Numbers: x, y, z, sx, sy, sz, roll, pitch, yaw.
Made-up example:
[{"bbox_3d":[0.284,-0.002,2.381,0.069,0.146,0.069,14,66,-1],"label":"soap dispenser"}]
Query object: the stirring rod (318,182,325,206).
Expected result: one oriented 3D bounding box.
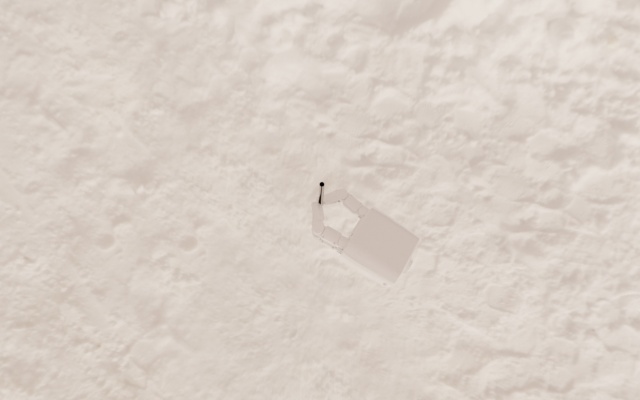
[{"bbox_3d":[0.000,0.003,0.834,0.011,0.011,0.239,0,-13,-1],"label":"stirring rod"}]
